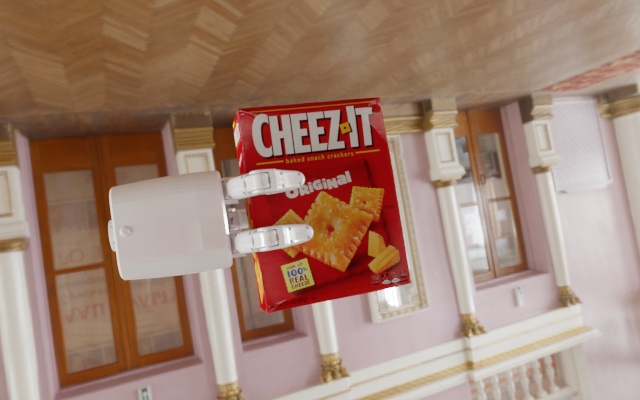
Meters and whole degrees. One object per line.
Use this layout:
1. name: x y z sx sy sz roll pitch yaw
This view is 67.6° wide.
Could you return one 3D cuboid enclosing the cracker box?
1. cracker box: 0.000 0.002 0.530 0.164 0.213 0.072 -8 -4 -15
